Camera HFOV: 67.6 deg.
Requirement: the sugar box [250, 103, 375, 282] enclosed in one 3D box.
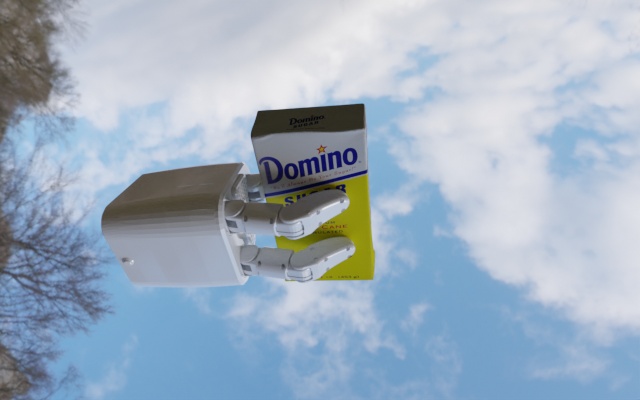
[{"bbox_3d":[0.000,0.002,0.434,0.093,0.176,0.048,-3,42,7],"label":"sugar box"}]
